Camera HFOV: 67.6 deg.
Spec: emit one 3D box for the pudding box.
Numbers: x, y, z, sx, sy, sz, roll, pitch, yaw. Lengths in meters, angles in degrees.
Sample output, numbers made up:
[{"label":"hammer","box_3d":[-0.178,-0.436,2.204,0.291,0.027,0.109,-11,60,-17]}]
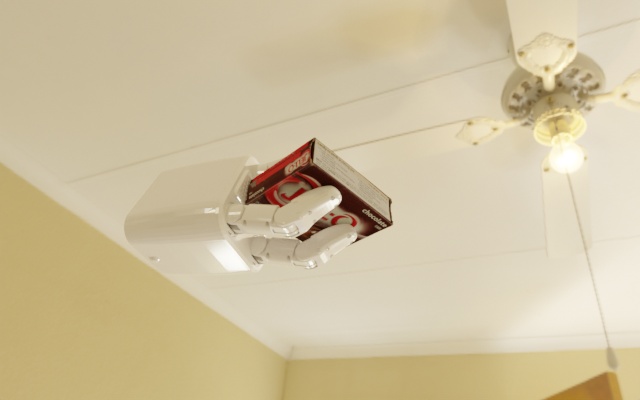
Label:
[{"label":"pudding box","box_3d":[0.000,0.001,0.455,0.090,0.039,0.113,-29,-48,36]}]
